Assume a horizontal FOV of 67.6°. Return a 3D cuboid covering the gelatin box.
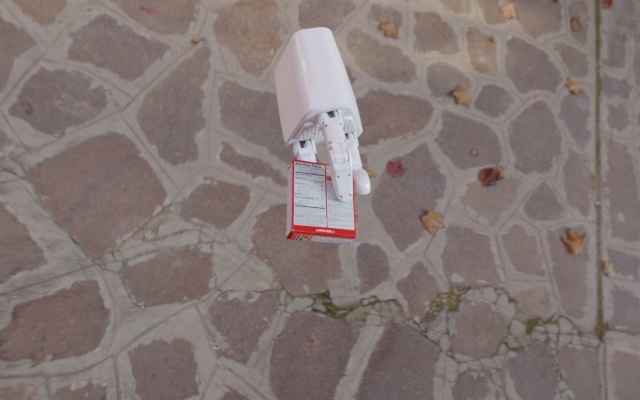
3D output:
[{"bbox_3d":[0.000,0.002,0.535,0.073,0.089,0.030,6,-26,-16],"label":"gelatin box"}]
